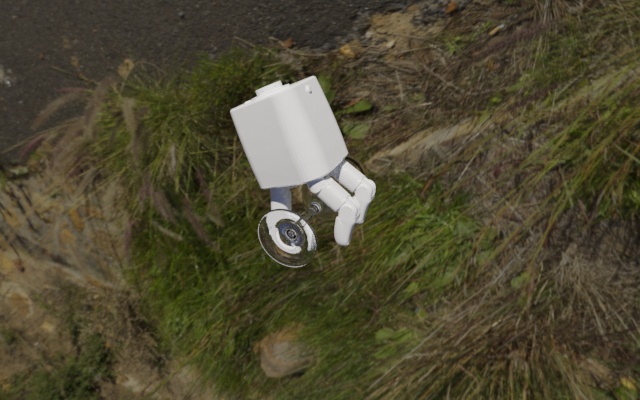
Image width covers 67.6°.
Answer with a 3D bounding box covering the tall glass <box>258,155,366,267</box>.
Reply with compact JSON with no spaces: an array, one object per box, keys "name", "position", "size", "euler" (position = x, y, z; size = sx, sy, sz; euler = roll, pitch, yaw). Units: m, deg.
[{"name":"tall glass","position":[0.000,0.002,0.617],"size":[0.079,0.079,0.201],"euler":[0,24,25]}]
